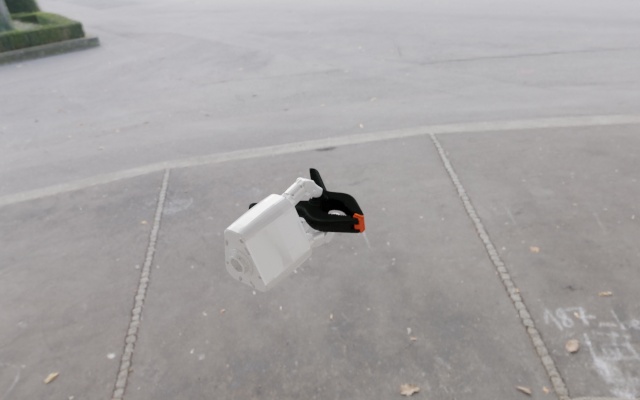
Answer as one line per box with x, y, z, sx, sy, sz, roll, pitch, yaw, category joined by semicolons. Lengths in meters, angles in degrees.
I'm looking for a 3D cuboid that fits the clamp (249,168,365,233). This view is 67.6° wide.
0.000;0.002;0.834;0.210;0.036;0.164;17;42;35;clamp
